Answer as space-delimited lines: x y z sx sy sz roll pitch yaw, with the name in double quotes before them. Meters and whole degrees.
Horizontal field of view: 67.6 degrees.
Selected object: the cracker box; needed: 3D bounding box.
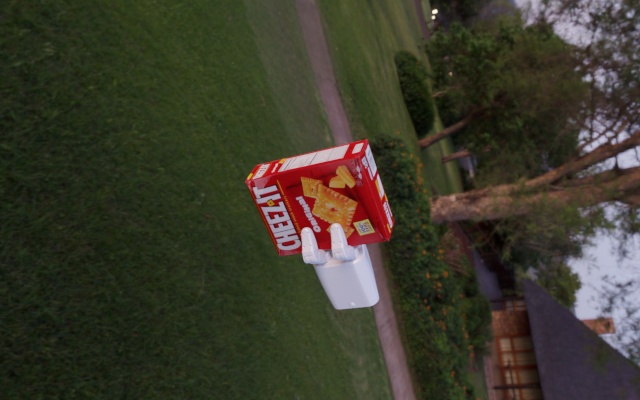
"cracker box" 0.000 0.003 0.822 0.214 0.164 0.072 -11 26 23
